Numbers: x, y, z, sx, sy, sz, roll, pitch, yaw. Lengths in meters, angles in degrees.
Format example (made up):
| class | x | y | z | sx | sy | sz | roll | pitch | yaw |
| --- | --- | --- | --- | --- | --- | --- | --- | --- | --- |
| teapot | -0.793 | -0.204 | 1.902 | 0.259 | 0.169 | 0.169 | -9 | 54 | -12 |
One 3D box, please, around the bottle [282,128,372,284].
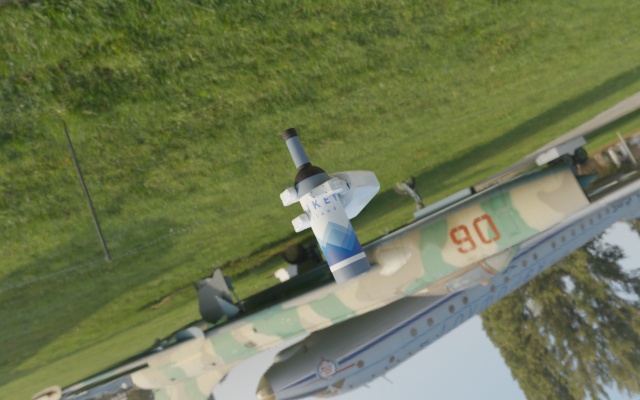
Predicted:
| class | x | y | z | sx | sy | sz | roll | pitch | yaw |
| --- | --- | --- | --- | --- | --- | --- | --- | --- | --- |
| bottle | 0.000 | 0.003 | 0.866 | 0.069 | 0.295 | 0.069 | -24 | -9 | -4 |
